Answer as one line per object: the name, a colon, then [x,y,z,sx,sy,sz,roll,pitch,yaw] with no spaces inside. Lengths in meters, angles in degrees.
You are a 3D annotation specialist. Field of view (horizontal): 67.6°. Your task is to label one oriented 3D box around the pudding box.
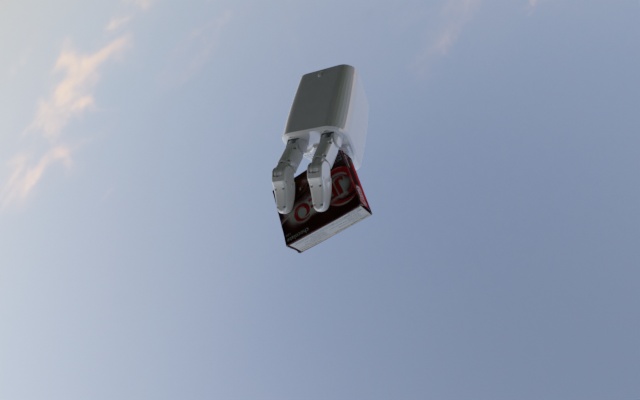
pudding box: [0.000,0.002,0.609,0.113,0.090,0.039,-32,-38,19]
